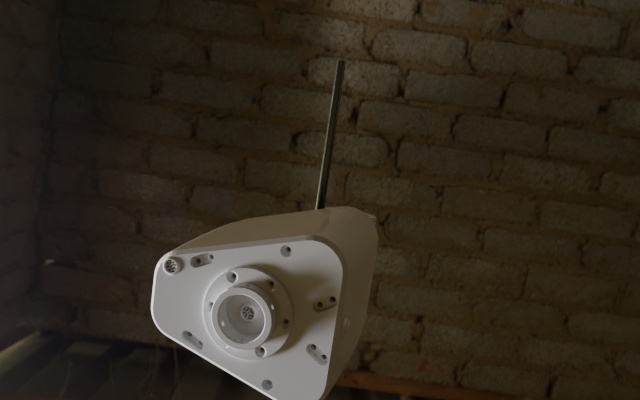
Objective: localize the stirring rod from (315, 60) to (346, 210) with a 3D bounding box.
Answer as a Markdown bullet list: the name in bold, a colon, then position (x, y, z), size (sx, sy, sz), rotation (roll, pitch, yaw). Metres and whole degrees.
- **stirring rod**: position (0.000, 0.001, 0.415), size (0.011, 0.239, 0.011), rotation (8, 7, -1)
